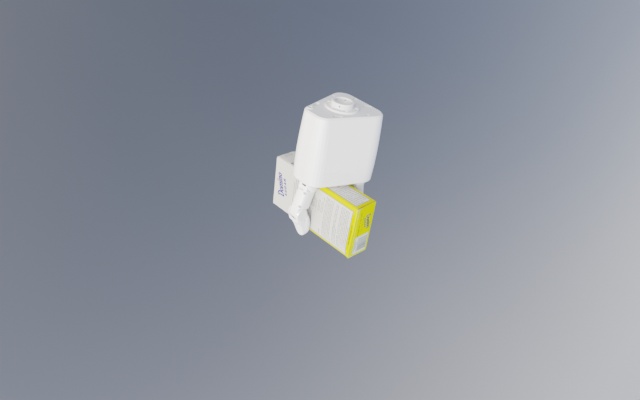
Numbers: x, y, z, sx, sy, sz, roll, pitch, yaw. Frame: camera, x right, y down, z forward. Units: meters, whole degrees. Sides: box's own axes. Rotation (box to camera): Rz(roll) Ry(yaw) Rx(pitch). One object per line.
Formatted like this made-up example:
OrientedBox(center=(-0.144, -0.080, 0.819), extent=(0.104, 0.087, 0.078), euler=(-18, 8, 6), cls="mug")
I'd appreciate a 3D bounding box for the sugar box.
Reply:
OrientedBox(center=(0.001, 0.002, 0.734), extent=(0.048, 0.093, 0.176), euler=(-21, 44, -37), cls="sugar box")
